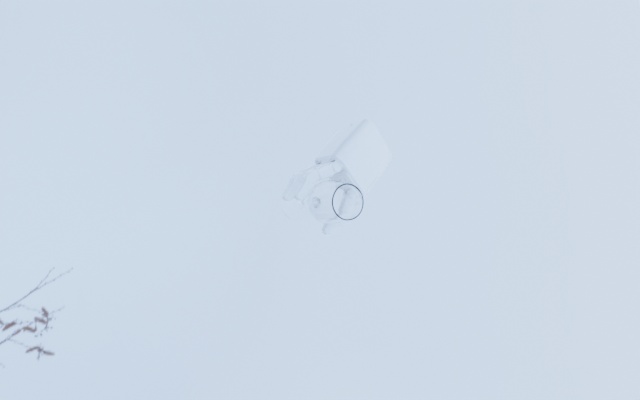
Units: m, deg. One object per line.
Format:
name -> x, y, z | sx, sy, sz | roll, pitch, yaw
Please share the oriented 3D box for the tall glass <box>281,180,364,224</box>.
tall glass -> 0.000, 0.003, 0.880 | 0.079, 0.079, 0.201 | 0, 0, -27
